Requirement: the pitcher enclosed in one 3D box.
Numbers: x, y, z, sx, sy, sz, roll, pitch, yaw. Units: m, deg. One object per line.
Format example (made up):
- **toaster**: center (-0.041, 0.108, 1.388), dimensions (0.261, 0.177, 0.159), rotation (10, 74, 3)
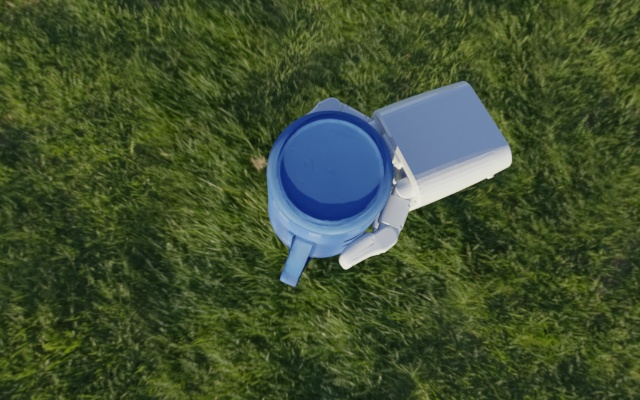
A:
- **pitcher**: center (0.000, 0.002, 0.511), dimensions (0.145, 0.149, 0.243), rotation (-21, -7, -5)
